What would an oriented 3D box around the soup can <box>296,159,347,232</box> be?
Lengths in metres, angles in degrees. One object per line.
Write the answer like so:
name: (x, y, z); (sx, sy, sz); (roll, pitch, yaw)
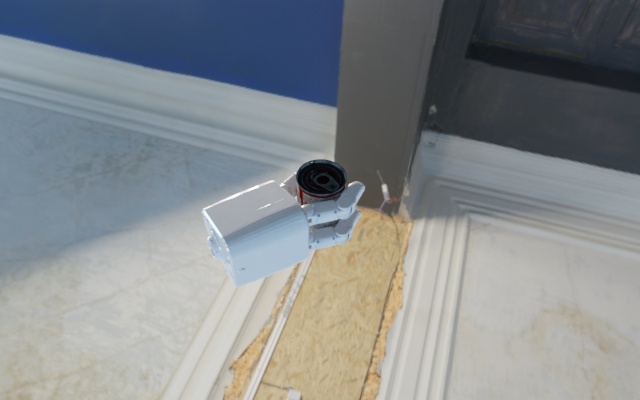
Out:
soup can: (0.000, 0.002, 0.671); (0.068, 0.068, 0.102); (0, -43, -2)
